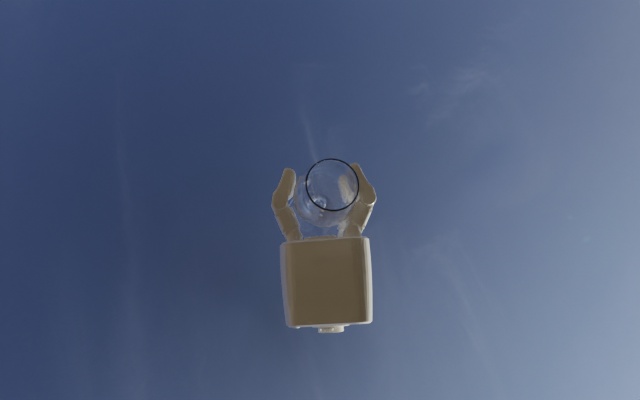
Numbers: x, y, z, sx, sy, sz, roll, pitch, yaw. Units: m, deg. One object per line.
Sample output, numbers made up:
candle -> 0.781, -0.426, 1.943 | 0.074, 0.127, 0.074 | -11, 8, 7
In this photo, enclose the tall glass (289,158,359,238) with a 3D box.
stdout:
tall glass -> 0.000, 0.002, 0.630 | 0.079, 0.079, 0.201 | 0, -12, -8
